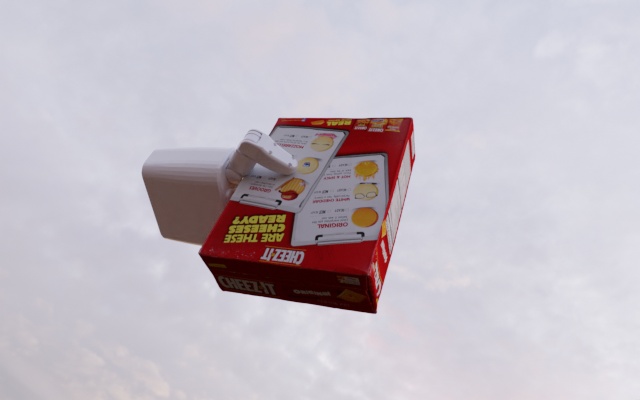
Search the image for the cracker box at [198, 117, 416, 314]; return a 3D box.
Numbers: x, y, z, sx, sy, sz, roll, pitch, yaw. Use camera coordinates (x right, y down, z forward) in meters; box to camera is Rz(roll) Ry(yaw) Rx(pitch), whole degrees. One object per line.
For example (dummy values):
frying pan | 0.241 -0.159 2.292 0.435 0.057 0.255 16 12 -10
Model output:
cracker box | 0.000 0.001 0.496 0.164 0.213 0.072 4 -43 21
